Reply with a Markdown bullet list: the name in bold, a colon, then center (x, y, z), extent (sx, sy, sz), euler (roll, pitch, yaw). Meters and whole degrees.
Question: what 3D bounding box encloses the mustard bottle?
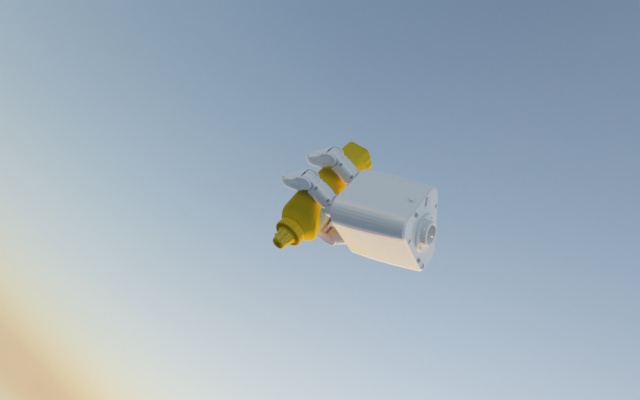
- **mustard bottle**: center (0.000, 0.002, 0.682), extent (0.058, 0.096, 0.191), euler (32, 54, 18)
